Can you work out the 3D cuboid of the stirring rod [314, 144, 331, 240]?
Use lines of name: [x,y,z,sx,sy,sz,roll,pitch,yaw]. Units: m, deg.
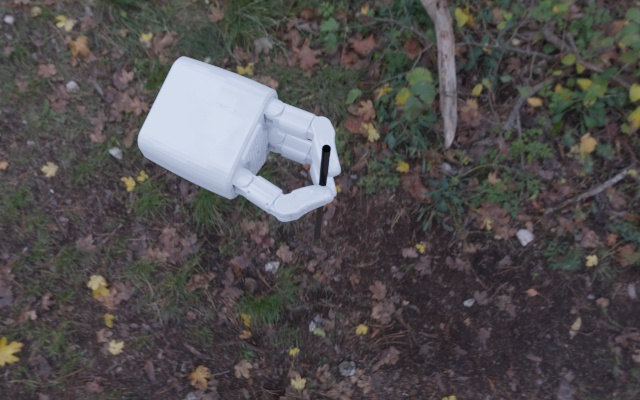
stirring rod: [0.000,0.002,0.516,0.011,0.011,0.240,0,-22,-3]
